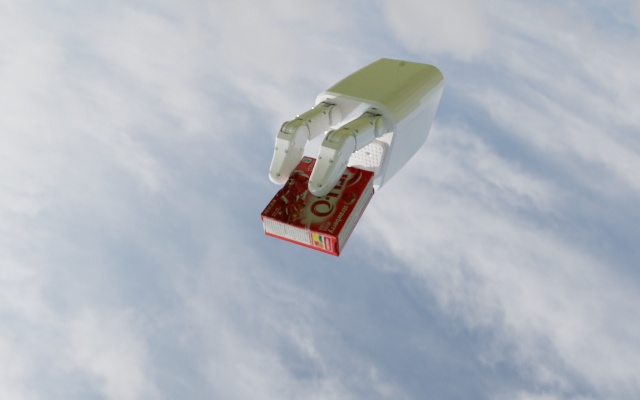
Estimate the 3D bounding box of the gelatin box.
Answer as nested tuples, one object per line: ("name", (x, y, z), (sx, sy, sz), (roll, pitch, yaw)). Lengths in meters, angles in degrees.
("gelatin box", (0.000, 0.002, 0.430), (0.073, 0.030, 0.089), (15, 48, 21))
